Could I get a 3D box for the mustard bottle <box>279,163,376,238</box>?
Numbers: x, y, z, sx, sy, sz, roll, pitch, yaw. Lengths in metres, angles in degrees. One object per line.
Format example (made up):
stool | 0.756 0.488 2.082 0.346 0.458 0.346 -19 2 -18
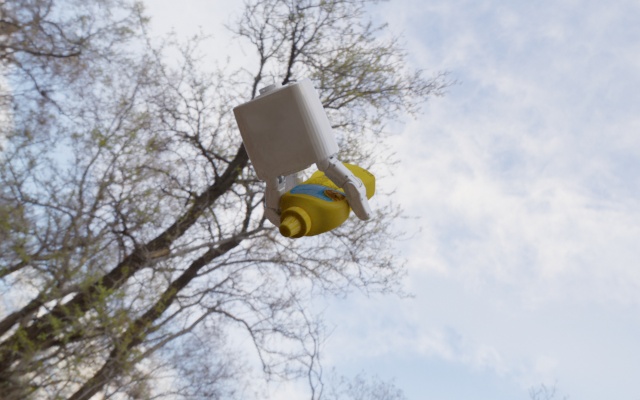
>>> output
mustard bottle | 0.000 0.002 0.669 0.096 0.058 0.191 13 28 25
